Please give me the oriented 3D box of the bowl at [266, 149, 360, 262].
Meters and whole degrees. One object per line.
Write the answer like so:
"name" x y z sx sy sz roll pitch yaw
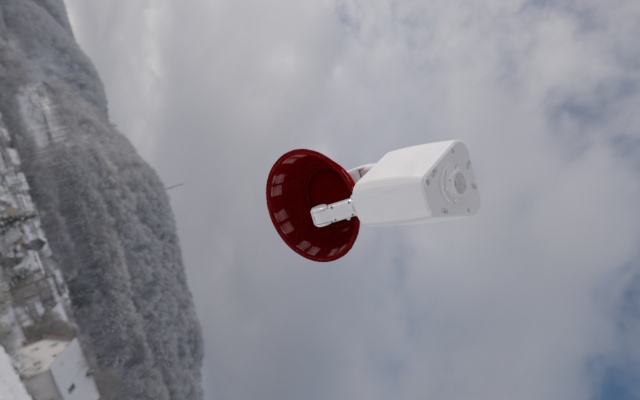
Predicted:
"bowl" -0.001 0.002 0.671 0.162 0.162 0.055 0 16 38
